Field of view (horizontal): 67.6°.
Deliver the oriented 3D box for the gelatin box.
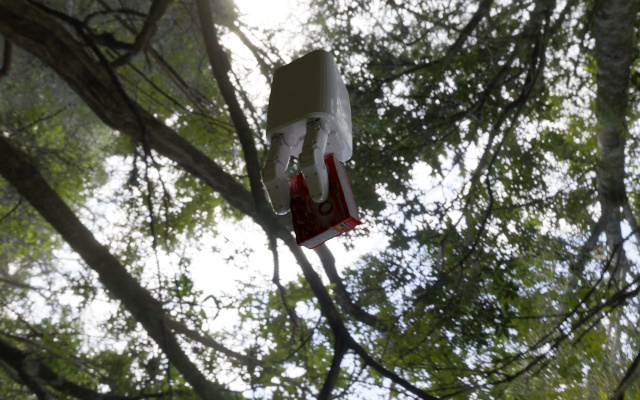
[{"bbox_3d":[0.000,0.002,0.551,0.073,0.089,0.030,-29,-33,23],"label":"gelatin box"}]
